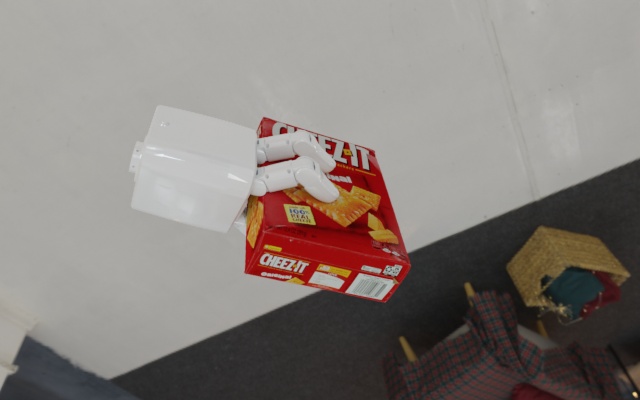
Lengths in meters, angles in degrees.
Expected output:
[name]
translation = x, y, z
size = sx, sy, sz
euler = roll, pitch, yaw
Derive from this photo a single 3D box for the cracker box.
[cracker box]
translation = 0.000, 0.002, 0.556
size = 0.164, 0.072, 0.213
euler = 15, 37, -19
